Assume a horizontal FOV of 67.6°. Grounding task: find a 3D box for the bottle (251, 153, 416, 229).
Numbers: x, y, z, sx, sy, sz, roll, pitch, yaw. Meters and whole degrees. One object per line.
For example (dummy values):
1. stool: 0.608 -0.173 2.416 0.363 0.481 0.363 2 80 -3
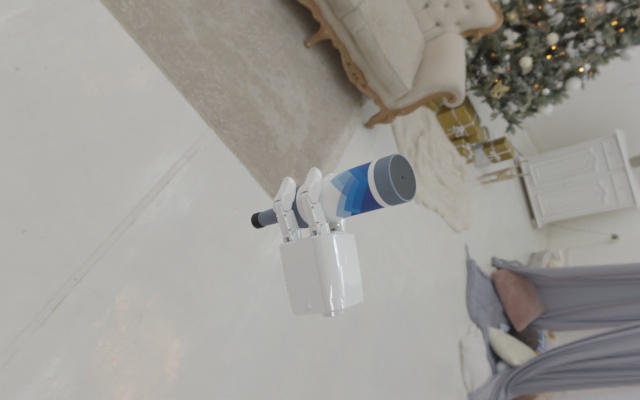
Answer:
1. bottle: 0.000 0.002 0.722 0.296 0.069 0.069 -17 -11 39
